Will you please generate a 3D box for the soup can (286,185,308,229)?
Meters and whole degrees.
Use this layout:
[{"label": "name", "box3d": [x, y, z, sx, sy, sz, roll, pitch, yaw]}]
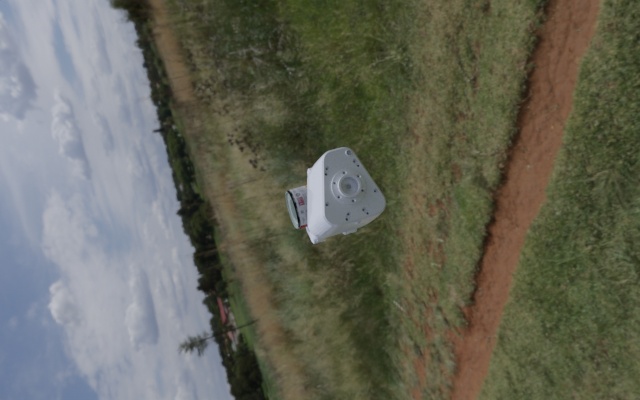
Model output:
[{"label": "soup can", "box3d": [0.000, 0.003, 0.796, 0.102, 0.068, 0.068, -16, 4, -13]}]
